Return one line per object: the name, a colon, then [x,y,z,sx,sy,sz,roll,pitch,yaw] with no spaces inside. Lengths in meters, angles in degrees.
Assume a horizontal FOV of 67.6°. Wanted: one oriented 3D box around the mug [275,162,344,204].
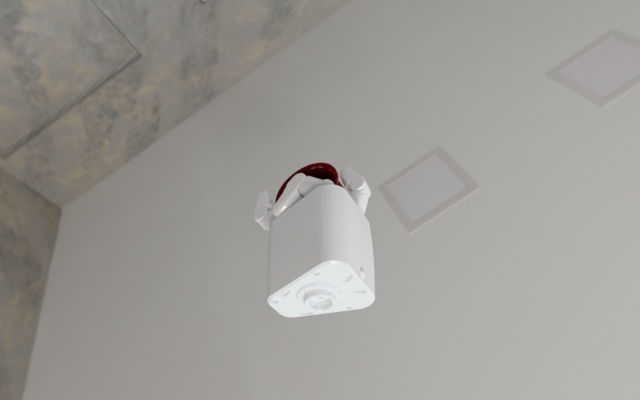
mug: [0.000,0.001,0.643,0.093,0.117,0.081,-22,-49,19]
